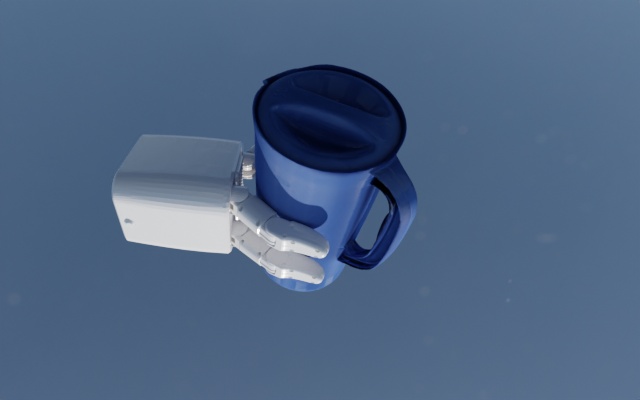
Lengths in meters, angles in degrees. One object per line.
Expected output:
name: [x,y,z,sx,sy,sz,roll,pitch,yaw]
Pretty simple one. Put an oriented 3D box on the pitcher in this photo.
pitcher: [0.000,0.002,0.490,0.145,0.149,0.243,6,-38,-5]
